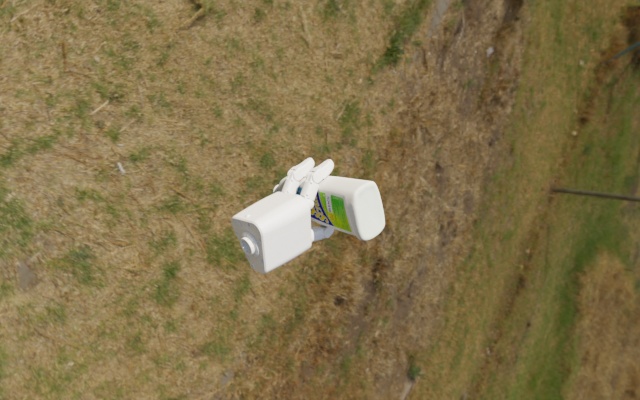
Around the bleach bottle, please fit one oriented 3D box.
[{"bbox_3d":[0.000,0.003,0.890,0.068,0.103,0.251,-29,25,-36],"label":"bleach bottle"}]
